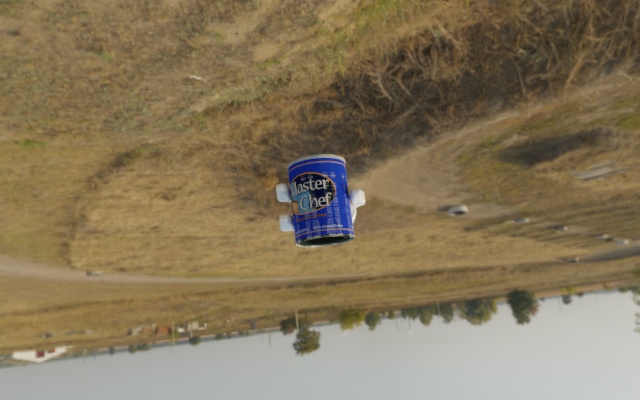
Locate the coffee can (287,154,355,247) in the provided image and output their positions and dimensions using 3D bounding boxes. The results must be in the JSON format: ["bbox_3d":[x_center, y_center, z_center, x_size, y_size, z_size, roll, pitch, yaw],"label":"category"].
[{"bbox_3d":[0.000,0.002,0.823,0.103,0.140,0.103,-6,-14,-2],"label":"coffee can"}]
